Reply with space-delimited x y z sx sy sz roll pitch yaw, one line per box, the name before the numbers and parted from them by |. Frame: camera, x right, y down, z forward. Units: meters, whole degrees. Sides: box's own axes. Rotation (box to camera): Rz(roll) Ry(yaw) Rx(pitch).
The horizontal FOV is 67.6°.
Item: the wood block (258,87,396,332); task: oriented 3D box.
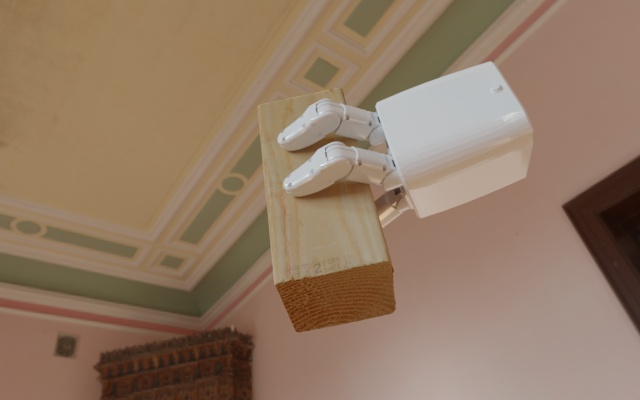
wood block | 0.000 0.001 0.442 0.090 0.206 0.091 -12 -40 2
